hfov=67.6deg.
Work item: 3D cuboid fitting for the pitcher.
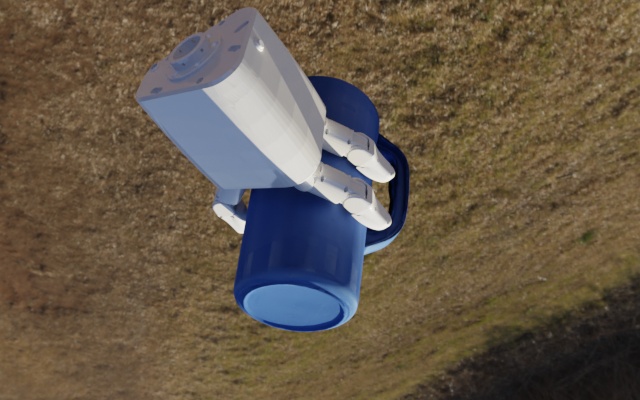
[{"bbox_3d":[0.000,0.001,0.480,0.149,0.242,0.145,-13,-43,24],"label":"pitcher"}]
